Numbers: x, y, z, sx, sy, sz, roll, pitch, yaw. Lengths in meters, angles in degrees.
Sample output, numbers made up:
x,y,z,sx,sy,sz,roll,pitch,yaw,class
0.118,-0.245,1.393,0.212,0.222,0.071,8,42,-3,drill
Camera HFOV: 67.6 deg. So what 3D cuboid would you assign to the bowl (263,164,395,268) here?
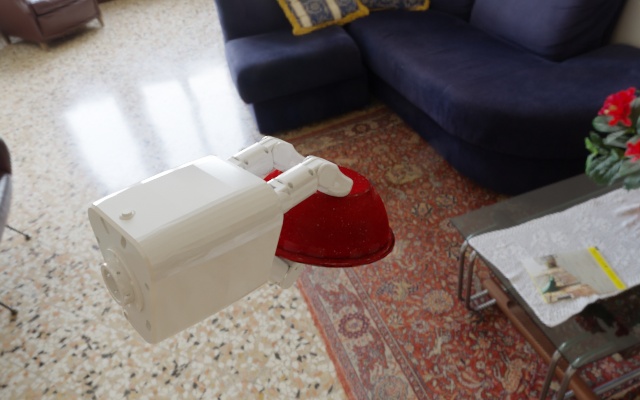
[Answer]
x,y,z,sx,sy,sz,roll,pitch,yaw,class
0.001,0.001,0.474,0.162,0.055,0.162,9,22,-4,bowl
